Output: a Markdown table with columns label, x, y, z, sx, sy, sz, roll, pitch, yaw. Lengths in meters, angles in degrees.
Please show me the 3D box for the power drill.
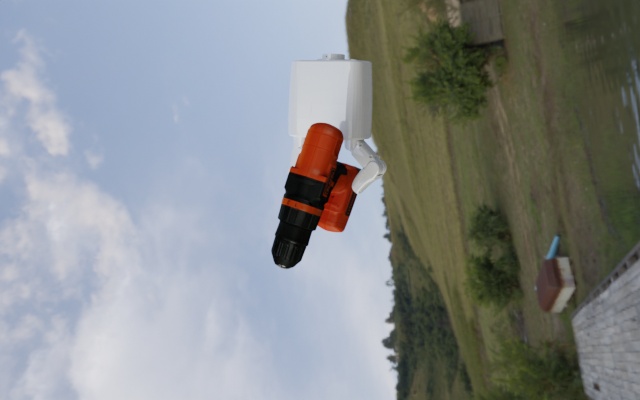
| label | x | y | z | sx | sy | sz | roll | pitch | yaw |
| --- | --- | --- | --- | --- | --- | --- | --- | --- | --- |
| power drill | 0.000 | 0.002 | 0.649 | 0.057 | 0.184 | 0.187 | 20 | -1 | 14 |
